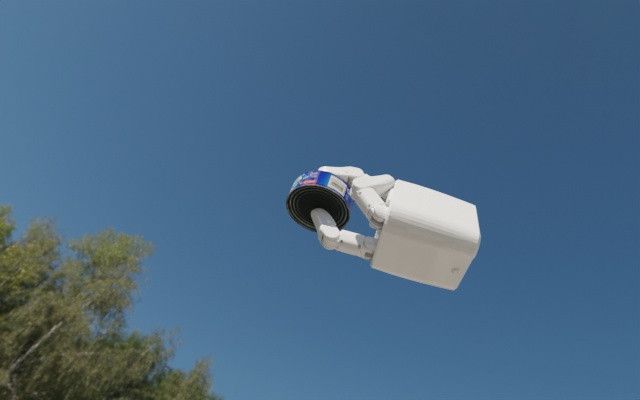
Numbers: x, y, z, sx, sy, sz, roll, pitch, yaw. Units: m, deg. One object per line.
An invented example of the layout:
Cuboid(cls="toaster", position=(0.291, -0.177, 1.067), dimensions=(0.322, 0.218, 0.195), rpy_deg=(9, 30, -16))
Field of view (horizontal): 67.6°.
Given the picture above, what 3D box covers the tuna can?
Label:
Cuboid(cls="tuna can", position=(0.000, 0.002, 0.630), dimensions=(0.086, 0.086, 0.033), rpy_deg=(0, 42, 19))
